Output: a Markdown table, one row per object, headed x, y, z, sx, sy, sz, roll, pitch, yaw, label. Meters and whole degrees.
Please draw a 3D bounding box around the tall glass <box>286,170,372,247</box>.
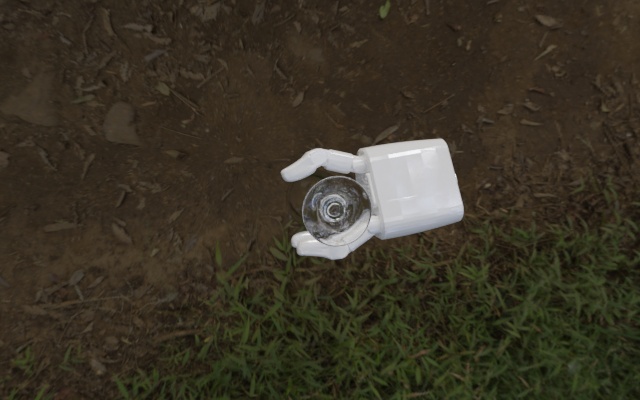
| x | y | z | sx | sy | sz | roll | pitch | yaw | label |
| --- | --- | --- | --- | --- | --- | --- | --- | --- | --- |
| 0.000 | 0.002 | 0.593 | 0.079 | 0.079 | 0.201 | 0 | 6 | -11 | tall glass |
